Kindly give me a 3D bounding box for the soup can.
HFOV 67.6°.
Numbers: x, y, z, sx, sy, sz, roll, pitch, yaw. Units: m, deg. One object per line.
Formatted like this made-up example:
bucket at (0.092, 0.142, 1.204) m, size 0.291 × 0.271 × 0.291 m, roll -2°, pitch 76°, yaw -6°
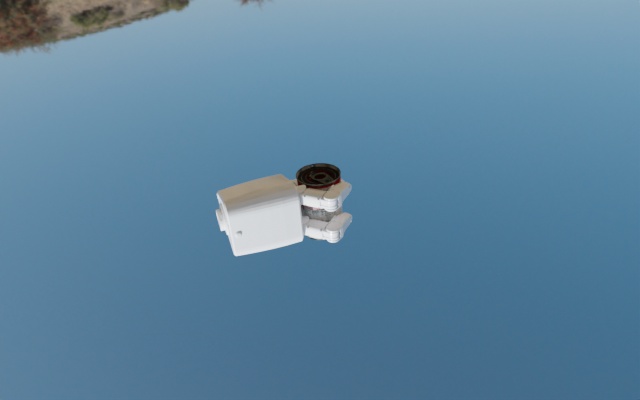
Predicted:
soup can at (0.001, 0.002, 0.742) m, size 0.068 × 0.102 × 0.068 m, roll -3°, pitch 32°, yaw 2°
